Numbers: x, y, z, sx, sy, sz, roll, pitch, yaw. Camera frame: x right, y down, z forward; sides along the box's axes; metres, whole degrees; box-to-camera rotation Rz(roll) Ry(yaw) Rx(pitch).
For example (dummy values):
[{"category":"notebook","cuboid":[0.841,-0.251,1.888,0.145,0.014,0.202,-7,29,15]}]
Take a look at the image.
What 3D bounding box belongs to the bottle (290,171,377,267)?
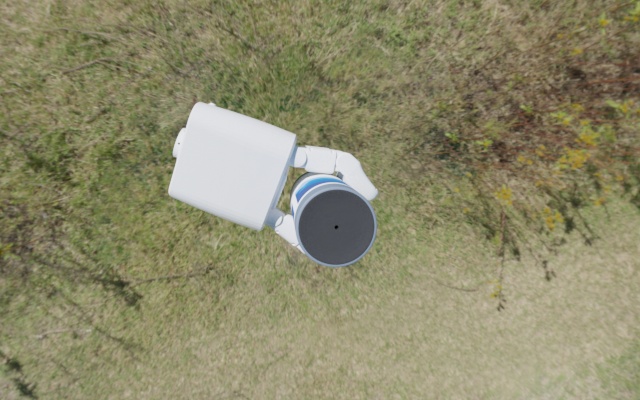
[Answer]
[{"category":"bottle","cuboid":[0.000,0.002,0.528,0.069,0.069,0.295,0,8,-5]}]
